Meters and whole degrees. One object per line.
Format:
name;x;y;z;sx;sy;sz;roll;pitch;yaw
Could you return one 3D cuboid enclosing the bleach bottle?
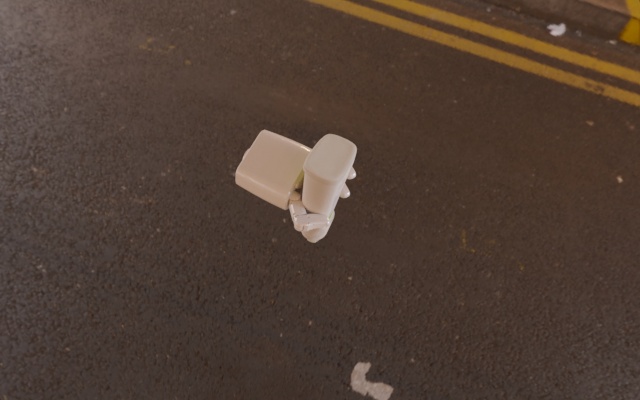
bleach bottle;0.000;0.003;0.850;0.068;0.102;0.251;25;-37;9
